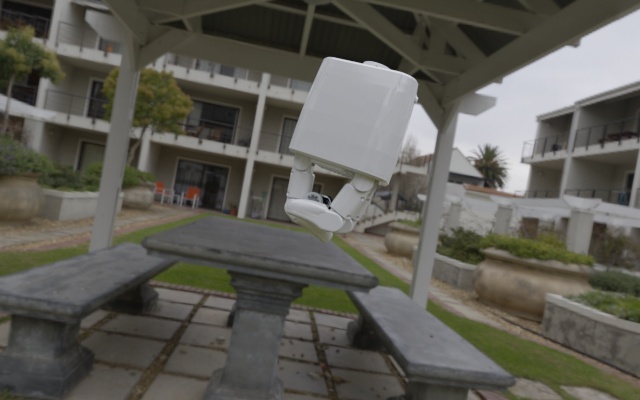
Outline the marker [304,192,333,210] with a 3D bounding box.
[{"bbox_3d":[0.000,0.002,0.552,0.020,0.020,0.121,0,-1,8],"label":"marker"}]
